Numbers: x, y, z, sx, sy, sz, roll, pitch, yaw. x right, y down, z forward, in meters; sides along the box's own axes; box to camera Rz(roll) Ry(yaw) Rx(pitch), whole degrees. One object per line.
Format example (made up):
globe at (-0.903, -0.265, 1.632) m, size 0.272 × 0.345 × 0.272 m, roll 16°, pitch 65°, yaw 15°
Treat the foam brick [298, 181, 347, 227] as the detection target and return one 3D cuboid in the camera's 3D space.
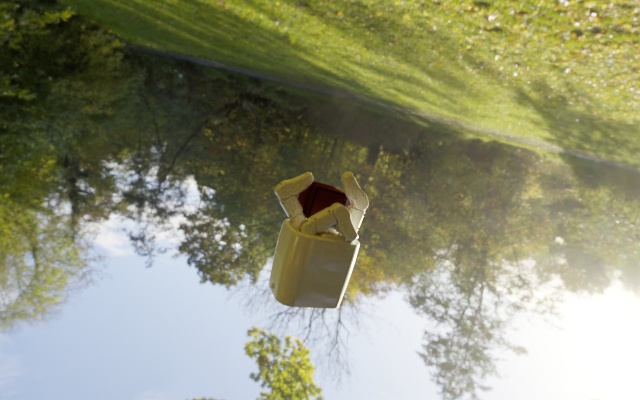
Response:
foam brick at (0.000, 0.002, 0.732) m, size 0.053 × 0.051 × 0.078 m, roll 14°, pitch 7°, yaw -18°
